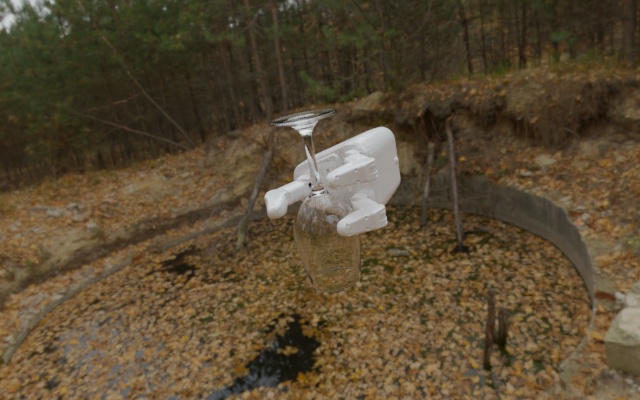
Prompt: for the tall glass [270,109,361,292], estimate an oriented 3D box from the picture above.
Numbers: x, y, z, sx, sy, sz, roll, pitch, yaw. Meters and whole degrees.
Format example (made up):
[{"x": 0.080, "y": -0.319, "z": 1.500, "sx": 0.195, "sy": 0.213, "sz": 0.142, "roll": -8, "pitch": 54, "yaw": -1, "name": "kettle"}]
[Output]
[{"x": 0.000, "y": 0.001, "z": 0.547, "sx": 0.079, "sy": 0.201, "sz": 0.079, "roll": -10, "pitch": 17, "yaw": 3, "name": "tall glass"}]
